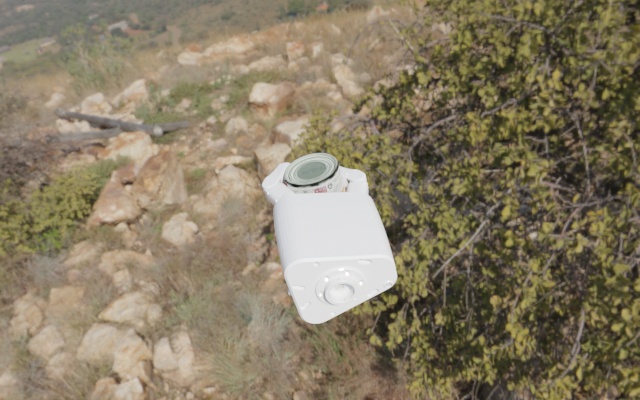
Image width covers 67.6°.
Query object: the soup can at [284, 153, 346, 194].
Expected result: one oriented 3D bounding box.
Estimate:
[{"bbox_3d":[0.000,0.001,0.585,0.068,0.102,0.068,-11,36,8],"label":"soup can"}]
